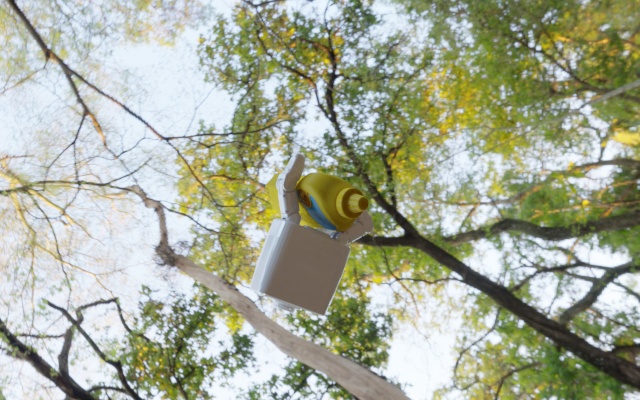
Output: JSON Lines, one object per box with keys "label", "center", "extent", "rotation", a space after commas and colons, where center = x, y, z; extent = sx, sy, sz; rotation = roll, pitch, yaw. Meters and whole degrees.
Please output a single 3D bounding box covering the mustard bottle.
{"label": "mustard bottle", "center": [0.000, 0.002, 0.687], "extent": [0.058, 0.096, 0.191], "rotation": [-47, 26, -24]}
